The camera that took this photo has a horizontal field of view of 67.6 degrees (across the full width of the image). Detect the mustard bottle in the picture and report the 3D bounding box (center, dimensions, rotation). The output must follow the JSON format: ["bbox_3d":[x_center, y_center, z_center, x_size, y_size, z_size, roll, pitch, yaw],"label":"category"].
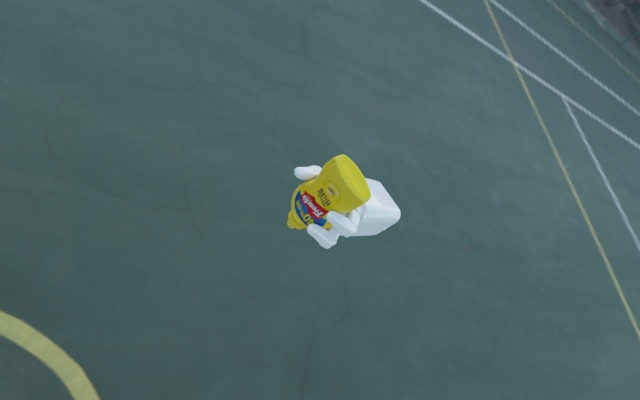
[{"bbox_3d":[0.000,0.003,0.883,0.192,0.096,0.058,-37,-6,40],"label":"mustard bottle"}]
